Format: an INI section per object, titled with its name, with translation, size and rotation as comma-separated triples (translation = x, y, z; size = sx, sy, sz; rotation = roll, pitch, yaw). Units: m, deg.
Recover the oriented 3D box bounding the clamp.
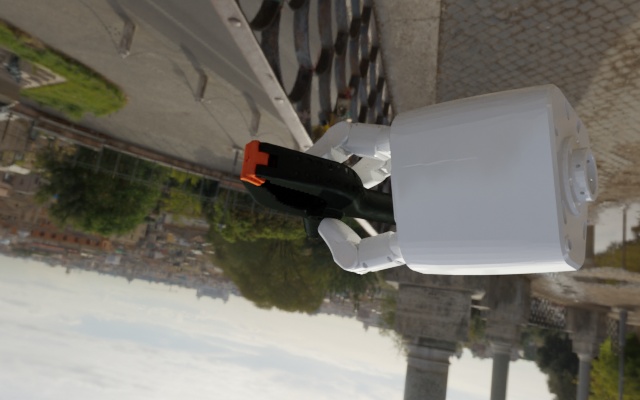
[clamp]
translation = 0.000, 0.002, 0.422
size = 0.164, 0.036, 0.210
rotation = -10, -22, 40
